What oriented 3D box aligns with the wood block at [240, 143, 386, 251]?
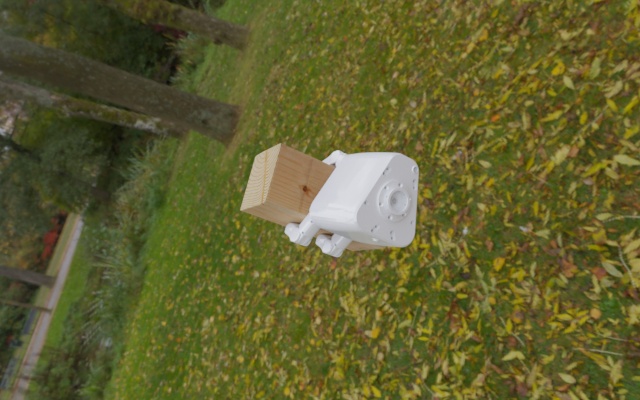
[{"bbox_3d":[0.000,0.002,0.716,0.206,0.090,0.090,22,-19,-27],"label":"wood block"}]
